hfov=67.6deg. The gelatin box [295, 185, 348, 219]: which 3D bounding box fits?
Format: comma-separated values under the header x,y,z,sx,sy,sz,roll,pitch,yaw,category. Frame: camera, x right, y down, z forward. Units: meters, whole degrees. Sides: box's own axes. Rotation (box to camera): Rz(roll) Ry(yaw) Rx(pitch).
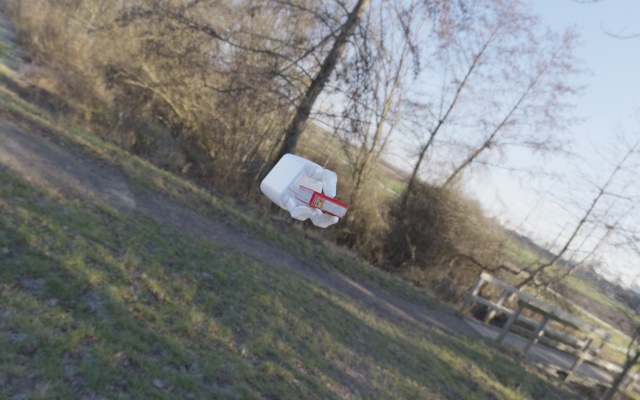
x,y,z,sx,sy,sz,roll,pitch,yaw,category
0.000,0.003,0.893,0.073,0.030,0.089,24,-1,-22,gelatin box
